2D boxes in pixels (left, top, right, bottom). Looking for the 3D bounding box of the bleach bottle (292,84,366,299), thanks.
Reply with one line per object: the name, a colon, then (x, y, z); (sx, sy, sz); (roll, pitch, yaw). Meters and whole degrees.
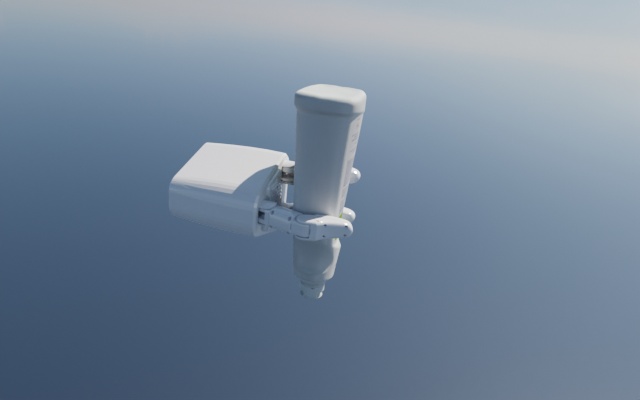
bleach bottle: (0.000, 0.002, 0.542); (0.068, 0.251, 0.102); (11, 21, 11)
